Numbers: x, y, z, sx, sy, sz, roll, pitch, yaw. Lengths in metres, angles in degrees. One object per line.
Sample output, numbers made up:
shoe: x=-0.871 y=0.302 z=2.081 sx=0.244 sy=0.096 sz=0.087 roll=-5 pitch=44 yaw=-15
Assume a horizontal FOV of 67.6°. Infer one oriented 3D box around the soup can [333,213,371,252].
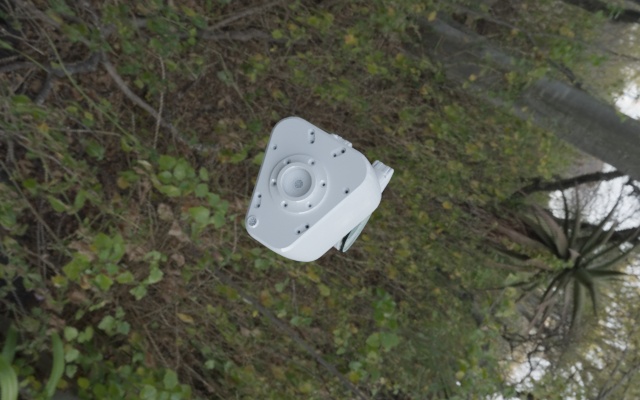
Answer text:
soup can: x=0.000 y=0.002 z=0.524 sx=0.102 sy=0.068 sz=0.068 roll=32 pitch=8 yaw=13
